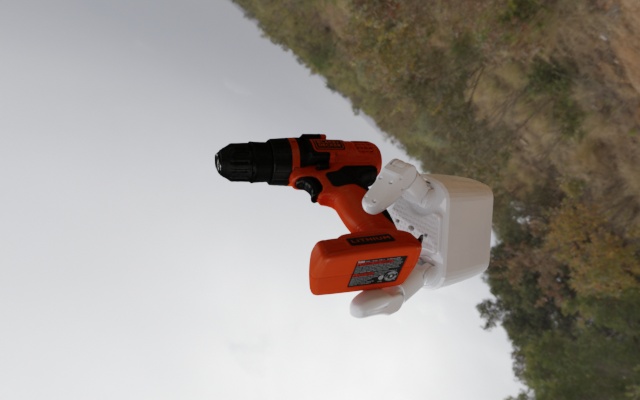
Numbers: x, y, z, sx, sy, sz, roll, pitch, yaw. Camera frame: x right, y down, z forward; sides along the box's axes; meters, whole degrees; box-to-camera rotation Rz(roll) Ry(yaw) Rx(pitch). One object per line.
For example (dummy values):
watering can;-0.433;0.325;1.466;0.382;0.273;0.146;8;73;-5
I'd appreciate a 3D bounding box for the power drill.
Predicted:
power drill;0.000;0.002;0.467;0.184;0.057;0.187;-4;44;-20
